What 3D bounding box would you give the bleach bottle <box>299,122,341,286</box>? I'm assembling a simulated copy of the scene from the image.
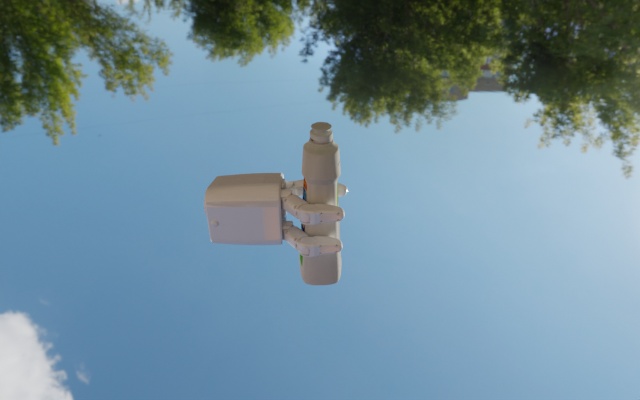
[{"bbox_3d":[0.000,0.002,0.707,0.068,0.251,0.102,-1,32,-3],"label":"bleach bottle"}]
